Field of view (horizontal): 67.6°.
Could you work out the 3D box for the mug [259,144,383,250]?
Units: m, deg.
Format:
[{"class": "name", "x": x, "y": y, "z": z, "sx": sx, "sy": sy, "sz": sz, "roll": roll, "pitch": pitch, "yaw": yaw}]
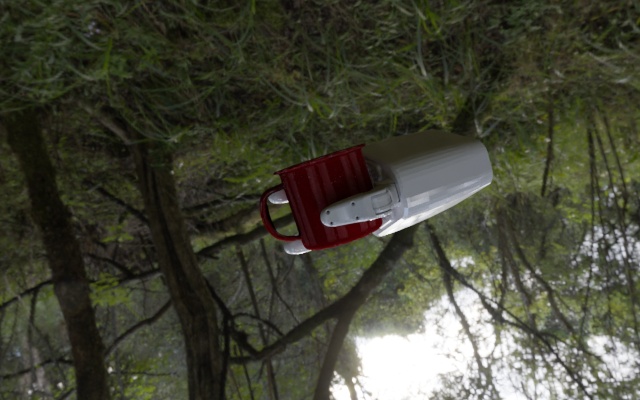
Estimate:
[{"class": "mug", "x": -0.001, "y": 0.002, "z": 0.457, "sx": 0.117, "sy": 0.081, "sz": 0.093, "roll": -19, "pitch": 4, "yaw": -16}]
